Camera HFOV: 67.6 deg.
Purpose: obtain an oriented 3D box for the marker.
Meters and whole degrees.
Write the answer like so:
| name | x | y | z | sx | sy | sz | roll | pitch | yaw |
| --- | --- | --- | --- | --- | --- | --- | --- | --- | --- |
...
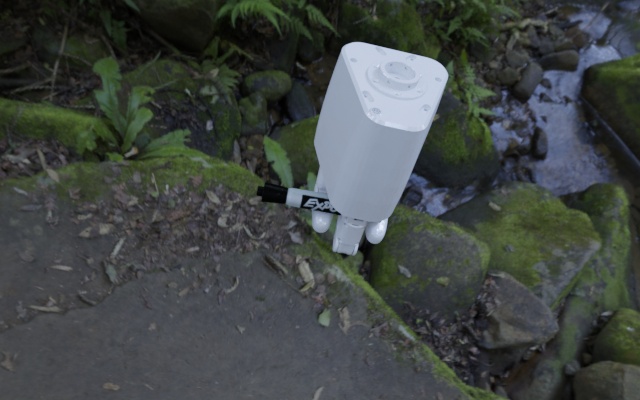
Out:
| name | x | y | z | sx | sy | sz | roll | pitch | yaw |
| --- | --- | --- | --- | --- | --- | --- | --- | --- | --- |
| marker | 0.000 | 0.002 | 0.452 | 0.121 | 0.020 | 0.020 | 11 | -1 | -5 |
